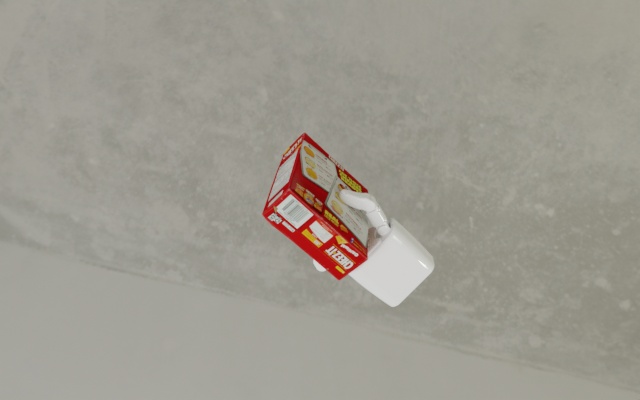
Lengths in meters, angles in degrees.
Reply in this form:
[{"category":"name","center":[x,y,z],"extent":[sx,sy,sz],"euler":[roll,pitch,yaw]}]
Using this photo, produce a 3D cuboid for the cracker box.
[{"category":"cracker box","center":[0.000,0.003,0.780],"extent":[0.072,0.164,0.213],"euler":[-41,19,24]}]
